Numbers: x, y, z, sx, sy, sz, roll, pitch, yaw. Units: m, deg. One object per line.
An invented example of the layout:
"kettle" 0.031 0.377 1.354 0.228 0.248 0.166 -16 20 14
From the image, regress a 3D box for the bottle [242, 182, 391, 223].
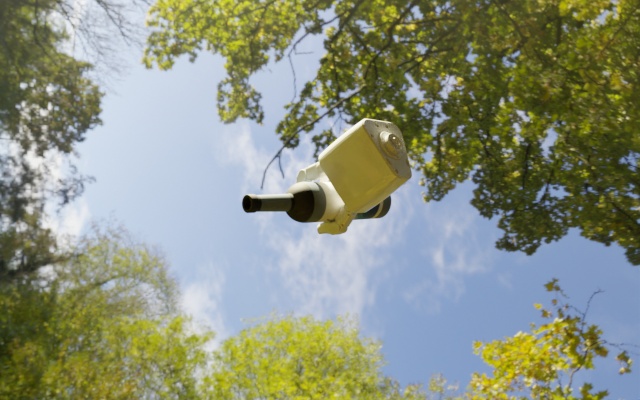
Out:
"bottle" 0.000 0.003 0.794 0.296 0.069 0.069 -1 1 -43
